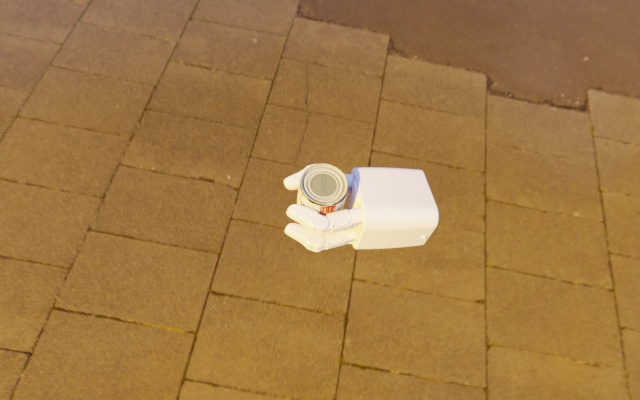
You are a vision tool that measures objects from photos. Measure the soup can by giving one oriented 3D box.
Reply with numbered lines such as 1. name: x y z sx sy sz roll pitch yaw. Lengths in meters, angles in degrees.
1. soup can: 0.000 0.002 0.679 0.068 0.068 0.102 0 -29 -7
